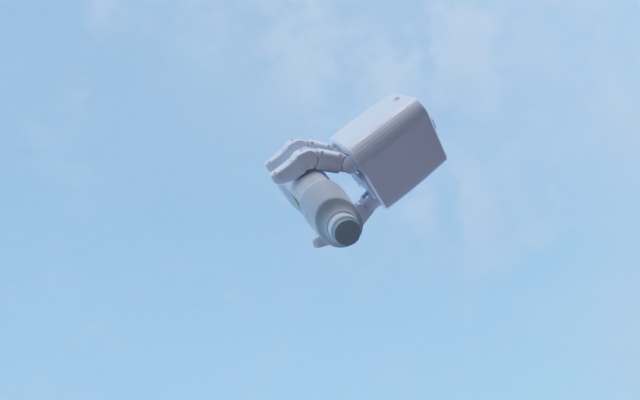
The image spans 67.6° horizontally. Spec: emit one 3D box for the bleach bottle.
[{"bbox_3d":[0.000,0.002,0.593,0.068,0.103,0.250,-38,23,-1],"label":"bleach bottle"}]
